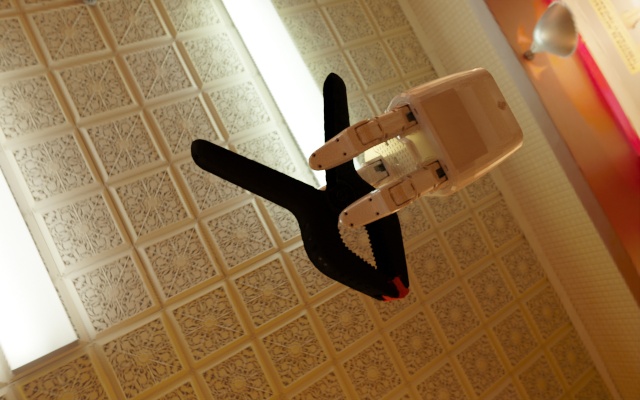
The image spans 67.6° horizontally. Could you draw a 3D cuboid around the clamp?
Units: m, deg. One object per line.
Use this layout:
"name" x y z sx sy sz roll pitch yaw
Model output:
"clamp" 0.000 0.002 0.410 0.164 0.210 0.036 -26 -4 -29
